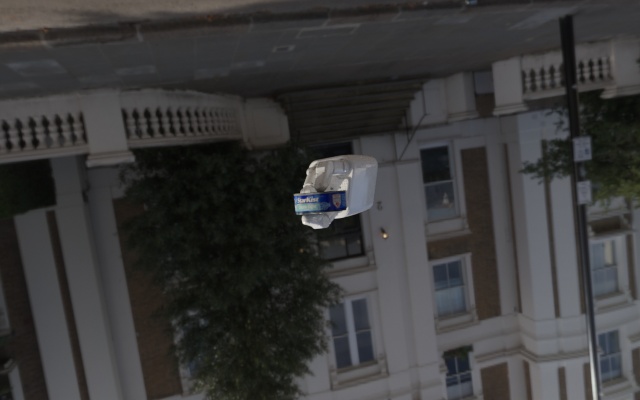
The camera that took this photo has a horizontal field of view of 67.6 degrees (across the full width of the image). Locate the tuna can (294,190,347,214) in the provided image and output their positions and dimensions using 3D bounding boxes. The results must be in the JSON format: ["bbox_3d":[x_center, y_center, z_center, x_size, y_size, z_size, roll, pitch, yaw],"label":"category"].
[{"bbox_3d":[0.000,0.003,0.778,0.086,0.034,0.086,-5,1,0],"label":"tuna can"}]
